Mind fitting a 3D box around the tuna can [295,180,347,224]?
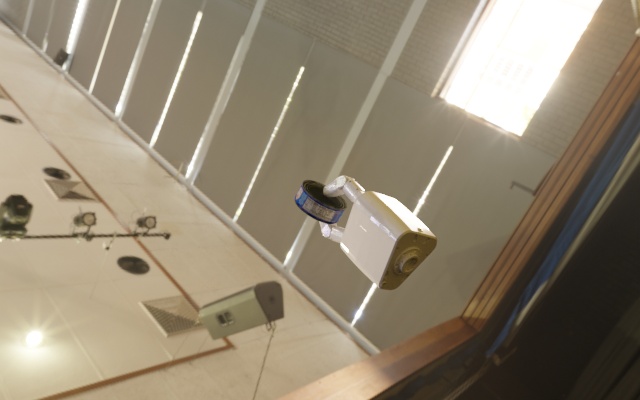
[{"bbox_3d":[0.000,0.003,0.808,0.086,0.034,0.086,26,20,-11],"label":"tuna can"}]
